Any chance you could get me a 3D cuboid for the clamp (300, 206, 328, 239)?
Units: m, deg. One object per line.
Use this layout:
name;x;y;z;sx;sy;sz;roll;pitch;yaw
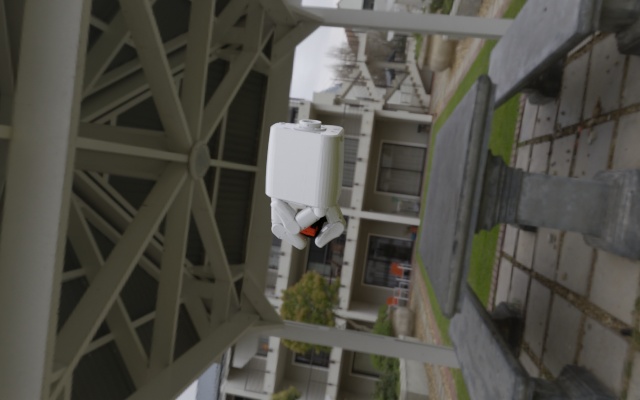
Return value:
clamp;-0.001;0.003;0.807;0.039;0.120;0.171;6;18;8
